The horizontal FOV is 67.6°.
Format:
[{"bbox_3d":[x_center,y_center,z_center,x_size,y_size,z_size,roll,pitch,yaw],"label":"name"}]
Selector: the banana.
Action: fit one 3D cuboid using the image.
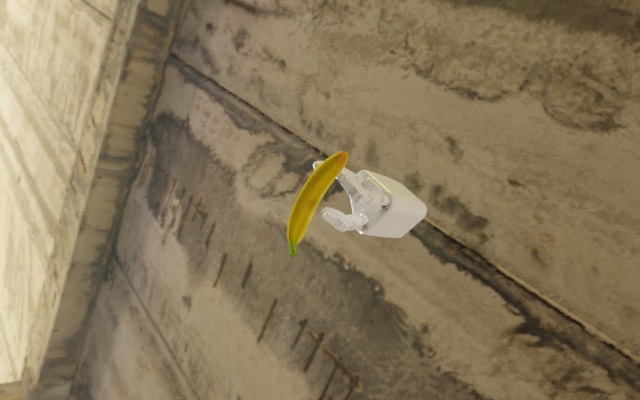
[{"bbox_3d":[-0.010,-0.002,0.816,0.037,0.198,0.069,17,14,-37],"label":"banana"}]
